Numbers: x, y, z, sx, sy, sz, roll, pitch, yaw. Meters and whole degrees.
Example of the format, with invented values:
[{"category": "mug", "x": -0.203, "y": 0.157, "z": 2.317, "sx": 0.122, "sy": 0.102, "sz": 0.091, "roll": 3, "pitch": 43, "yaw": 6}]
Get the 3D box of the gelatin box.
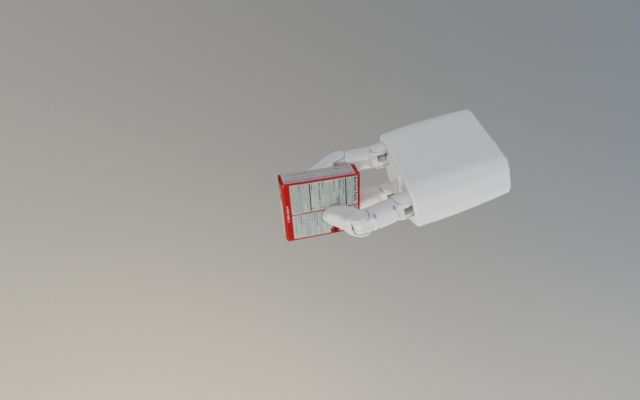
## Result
[{"category": "gelatin box", "x": 0.000, "y": 0.002, "z": 0.537, "sx": 0.089, "sy": 0.073, "sz": 0.030, "roll": -10, "pitch": 32, "yaw": -10}]
